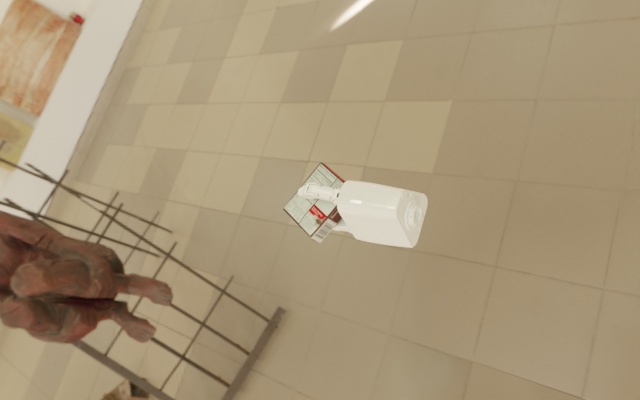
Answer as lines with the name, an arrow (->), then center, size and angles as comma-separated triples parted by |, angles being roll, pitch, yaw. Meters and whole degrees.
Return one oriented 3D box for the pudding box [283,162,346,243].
pudding box -> 0.000, 0.003, 0.837 | 0.090, 0.113, 0.039 | 44, 5, 37
